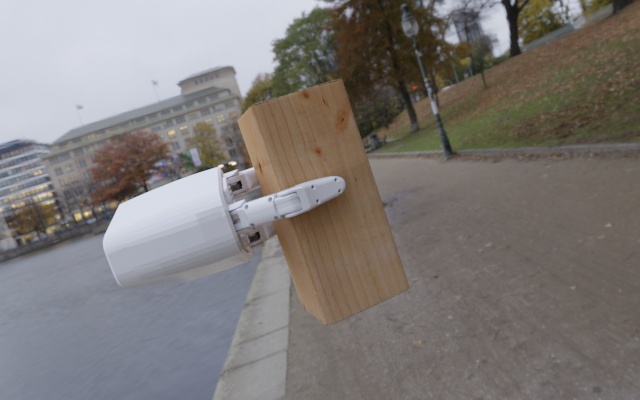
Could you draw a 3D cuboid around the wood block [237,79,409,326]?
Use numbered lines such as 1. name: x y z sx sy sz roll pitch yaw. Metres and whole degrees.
1. wood block: 0.000 0.002 0.468 0.090 0.206 0.091 -21 6 -17
